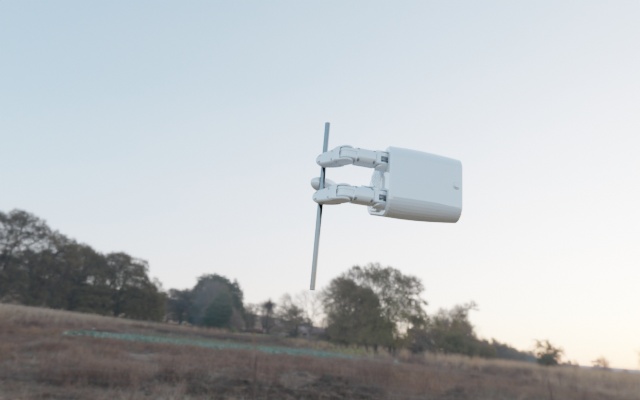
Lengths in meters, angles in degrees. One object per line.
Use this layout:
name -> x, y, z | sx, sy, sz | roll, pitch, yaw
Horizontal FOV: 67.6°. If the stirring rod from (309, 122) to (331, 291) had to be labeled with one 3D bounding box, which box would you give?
stirring rod -> 0.000, 0.002, 0.656 | 0.011, 0.239, 0.011 | 5, -18, 2
